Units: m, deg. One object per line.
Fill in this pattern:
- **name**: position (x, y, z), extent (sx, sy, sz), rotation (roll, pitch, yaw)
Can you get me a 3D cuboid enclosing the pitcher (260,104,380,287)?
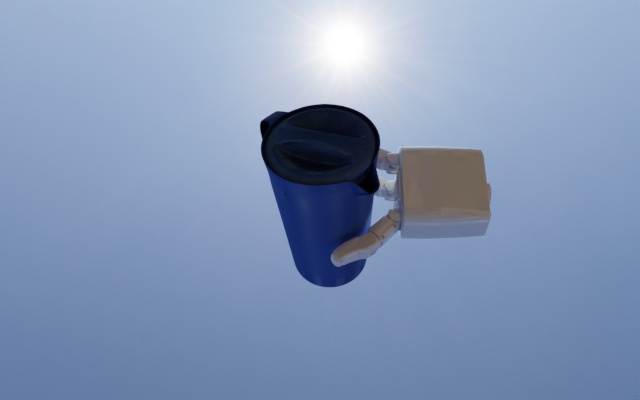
- **pitcher**: position (0.000, 0.002, 0.621), extent (0.145, 0.149, 0.243), rotation (-2, -40, 3)
